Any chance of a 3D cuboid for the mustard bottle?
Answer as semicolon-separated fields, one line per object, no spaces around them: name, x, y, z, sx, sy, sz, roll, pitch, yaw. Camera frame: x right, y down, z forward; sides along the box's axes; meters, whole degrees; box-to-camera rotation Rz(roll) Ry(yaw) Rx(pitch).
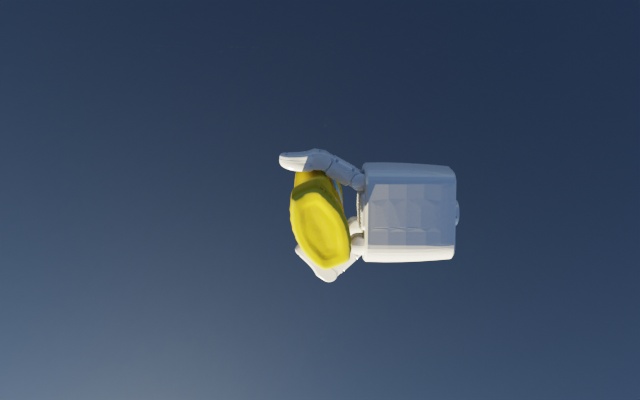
mustard bottle;0.000;0.002;0.591;0.058;0.096;0.191;-23;18;7
